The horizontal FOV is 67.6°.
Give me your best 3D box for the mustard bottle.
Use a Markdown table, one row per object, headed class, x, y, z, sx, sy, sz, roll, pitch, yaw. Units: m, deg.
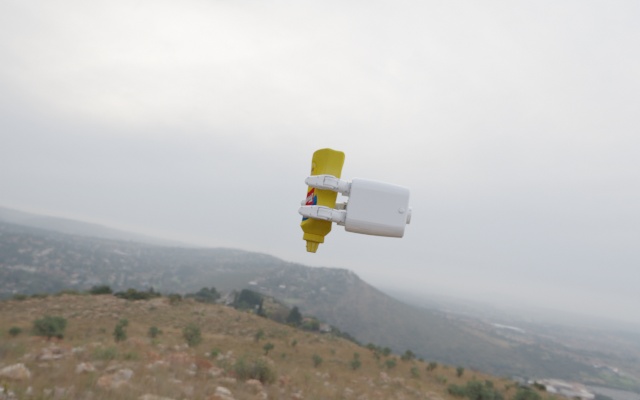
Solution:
| class | x | y | z | sx | sy | sz | roll | pitch | yaw |
| --- | --- | --- | --- | --- | --- | --- | --- | --- | --- |
| mustard bottle | 0.000 | 0.003 | 0.895 | 0.058 | 0.191 | 0.096 | 12 | -8 | -17 |
